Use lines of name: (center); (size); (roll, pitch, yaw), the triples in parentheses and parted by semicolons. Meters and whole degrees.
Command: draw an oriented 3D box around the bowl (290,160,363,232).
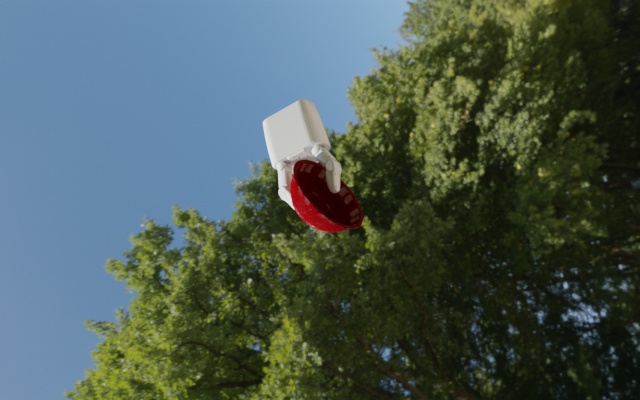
bowl: (0.000, 0.004, 0.863); (0.055, 0.162, 0.162); (-46, -24, 26)
